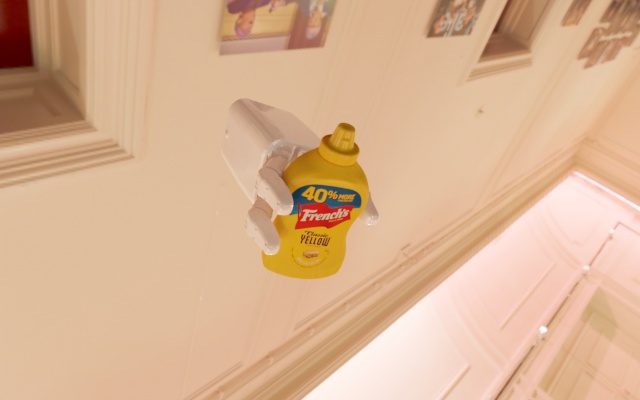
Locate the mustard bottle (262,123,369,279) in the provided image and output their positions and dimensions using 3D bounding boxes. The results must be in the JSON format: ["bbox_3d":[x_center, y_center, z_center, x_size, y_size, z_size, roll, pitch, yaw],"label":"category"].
[{"bbox_3d":[0.000,0.002,0.521,0.096,0.192,0.058,8,36,-15],"label":"mustard bottle"}]
